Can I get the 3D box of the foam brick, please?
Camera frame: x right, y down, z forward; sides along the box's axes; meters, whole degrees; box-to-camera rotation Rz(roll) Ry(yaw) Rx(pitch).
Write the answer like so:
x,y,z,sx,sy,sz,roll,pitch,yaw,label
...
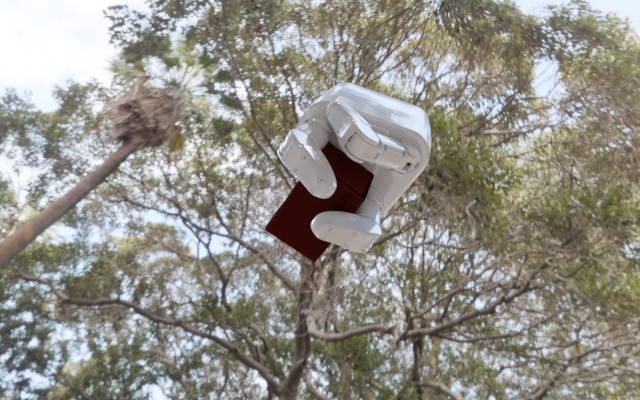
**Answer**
x,y,z,sx,sy,sz,roll,pitch,yaw,label
0.000,0.002,0.402,0.053,0.078,0.051,35,28,-4,foam brick
